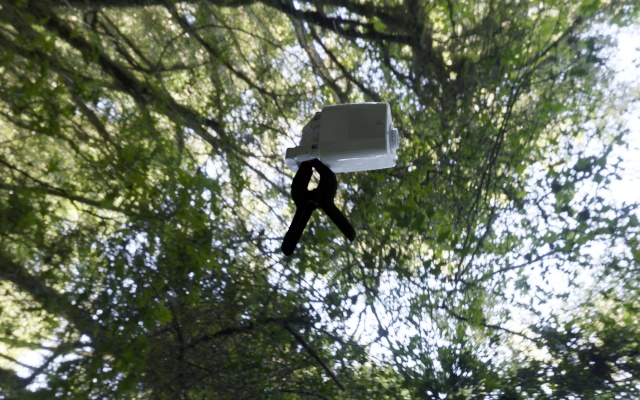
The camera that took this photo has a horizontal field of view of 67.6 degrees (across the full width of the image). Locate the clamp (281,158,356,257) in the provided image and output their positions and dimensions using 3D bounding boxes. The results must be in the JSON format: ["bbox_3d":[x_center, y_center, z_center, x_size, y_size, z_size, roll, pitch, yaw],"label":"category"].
[{"bbox_3d":[0.000,0.003,0.750,0.120,0.171,0.039,-4,-23,18],"label":"clamp"}]
